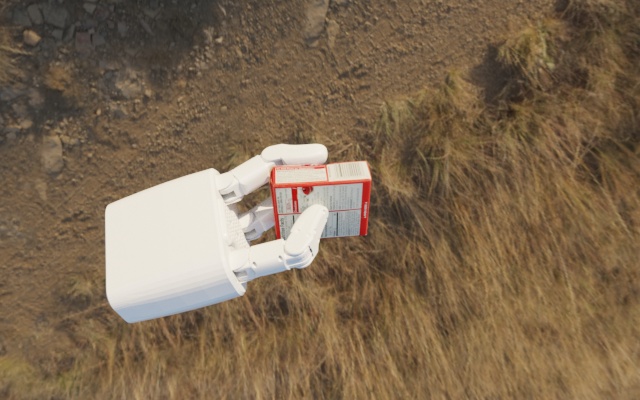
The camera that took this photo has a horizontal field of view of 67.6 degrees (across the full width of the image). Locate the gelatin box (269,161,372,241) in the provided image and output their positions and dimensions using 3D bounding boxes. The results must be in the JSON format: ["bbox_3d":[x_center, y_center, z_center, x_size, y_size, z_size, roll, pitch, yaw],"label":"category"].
[{"bbox_3d":[0.000,0.002,0.442,0.089,0.073,0.030,-4,44,-3],"label":"gelatin box"}]
